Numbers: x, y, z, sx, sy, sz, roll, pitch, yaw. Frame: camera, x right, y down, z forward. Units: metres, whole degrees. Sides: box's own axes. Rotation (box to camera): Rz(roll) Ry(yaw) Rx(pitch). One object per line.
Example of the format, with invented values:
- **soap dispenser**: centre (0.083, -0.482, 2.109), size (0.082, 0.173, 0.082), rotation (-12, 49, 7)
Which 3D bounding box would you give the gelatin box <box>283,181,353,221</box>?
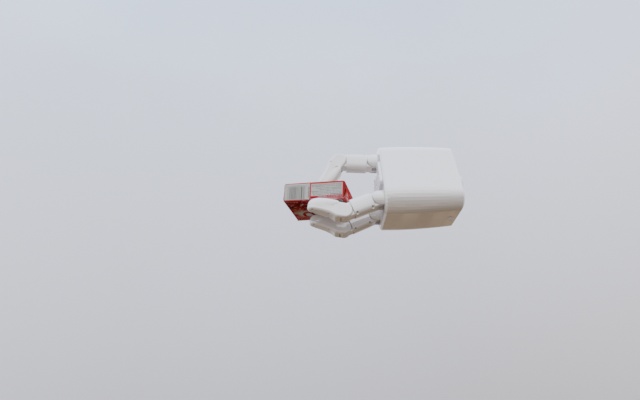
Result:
- **gelatin box**: centre (0.000, 0.002, 0.679), size (0.089, 0.030, 0.073), rotation (-3, -24, 13)
